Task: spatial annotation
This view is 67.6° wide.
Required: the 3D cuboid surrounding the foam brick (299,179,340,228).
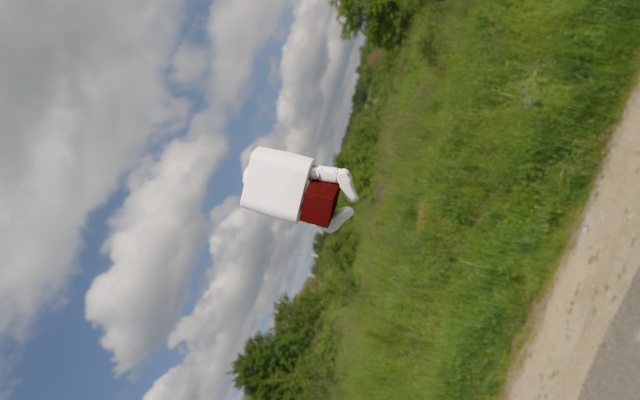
[{"bbox_3d":[0.000,0.003,0.804,0.051,0.053,0.078,15,25,4],"label":"foam brick"}]
